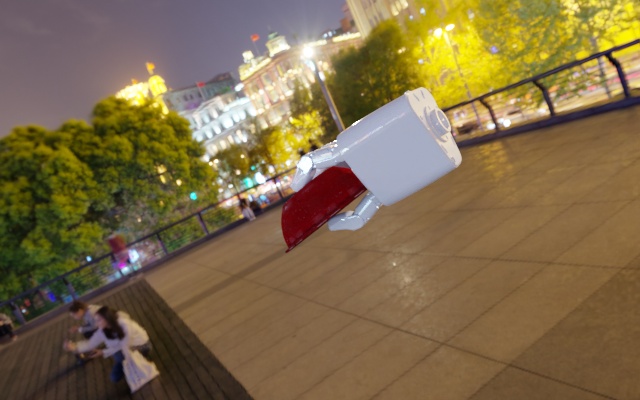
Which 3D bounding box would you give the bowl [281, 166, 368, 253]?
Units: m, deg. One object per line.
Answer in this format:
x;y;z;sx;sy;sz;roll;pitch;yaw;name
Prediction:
-0.001;0.003;0.659;0.162;0.055;0.162;-39;-3;-2;bowl
